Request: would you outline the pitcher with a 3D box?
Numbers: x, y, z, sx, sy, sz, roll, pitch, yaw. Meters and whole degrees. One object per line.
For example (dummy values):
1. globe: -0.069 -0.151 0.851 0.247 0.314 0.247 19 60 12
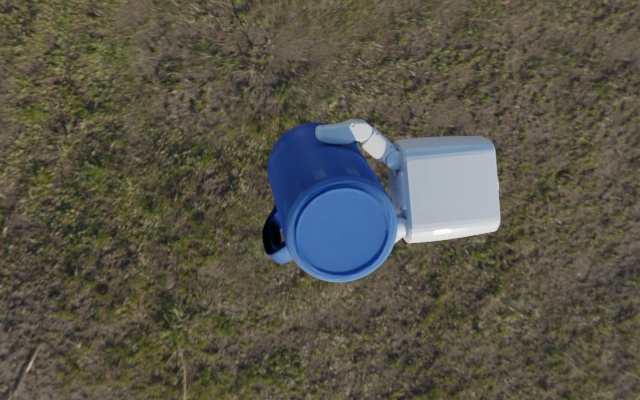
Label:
1. pitcher: 0.000 0.002 0.551 0.145 0.149 0.242 -4 18 -5
